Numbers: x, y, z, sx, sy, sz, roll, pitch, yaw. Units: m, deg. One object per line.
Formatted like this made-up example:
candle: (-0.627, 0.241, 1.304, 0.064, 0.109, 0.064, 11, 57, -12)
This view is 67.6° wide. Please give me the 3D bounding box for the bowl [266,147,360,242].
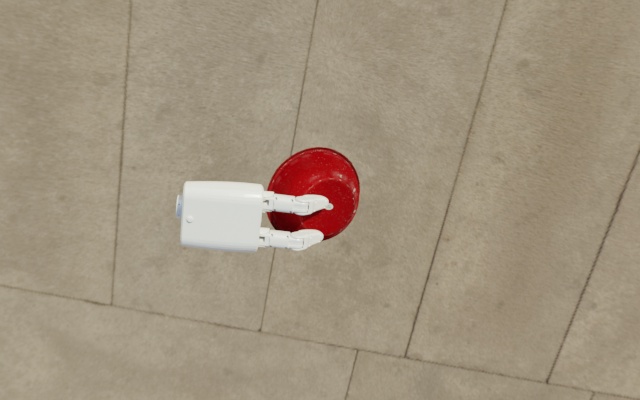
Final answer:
bowl: (0.002, 0.002, 0.735, 0.162, 0.162, 0.055, 0, 19, -25)
